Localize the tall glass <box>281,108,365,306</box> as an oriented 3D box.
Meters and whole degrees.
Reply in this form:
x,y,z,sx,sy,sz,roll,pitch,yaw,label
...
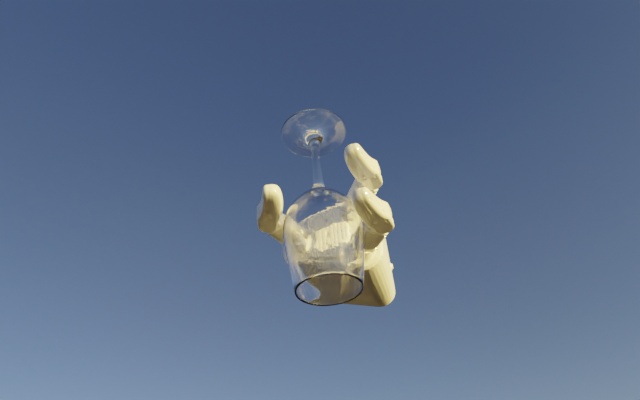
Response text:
x,y,z,sx,sy,sz,roll,pitch,yaw,label
0.000,0.001,0.481,0.079,0.200,0.079,-3,-39,-3,tall glass
